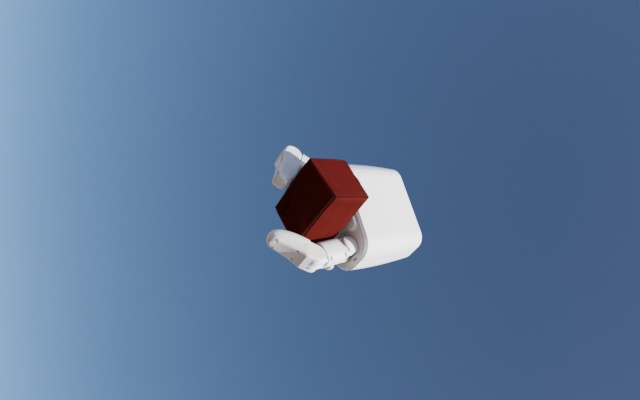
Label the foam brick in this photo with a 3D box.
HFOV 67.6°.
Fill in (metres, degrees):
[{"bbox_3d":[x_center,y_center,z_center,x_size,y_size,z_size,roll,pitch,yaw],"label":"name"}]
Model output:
[{"bbox_3d":[0.000,0.001,0.486,0.051,0.053,0.078,-2,-39,-42],"label":"foam brick"}]
